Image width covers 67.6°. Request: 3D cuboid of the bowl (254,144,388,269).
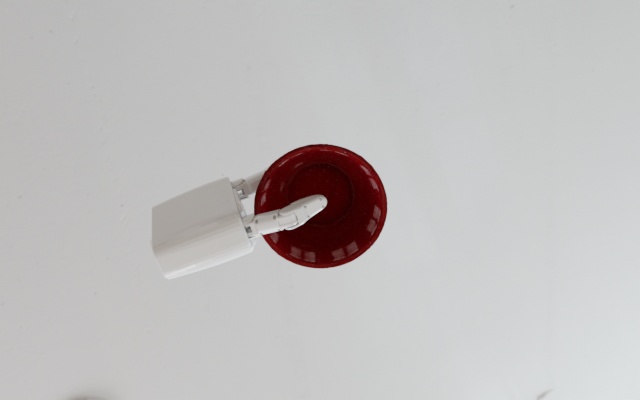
[{"bbox_3d":[0.001,0.002,0.600,0.162,0.162,0.055,0,20,-1],"label":"bowl"}]
